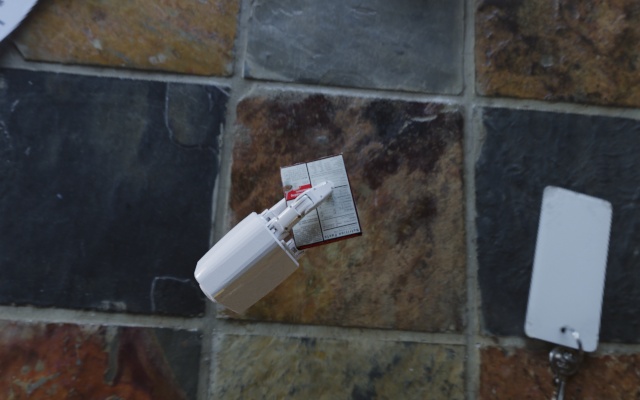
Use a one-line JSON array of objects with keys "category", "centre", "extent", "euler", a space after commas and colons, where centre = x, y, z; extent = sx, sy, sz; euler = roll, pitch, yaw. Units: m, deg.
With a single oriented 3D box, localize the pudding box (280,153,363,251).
[{"category": "pudding box", "centre": [0.000, 0.002, 0.630], "extent": [0.090, 0.113, 0.039], "euler": [-13, -9, 0]}]
